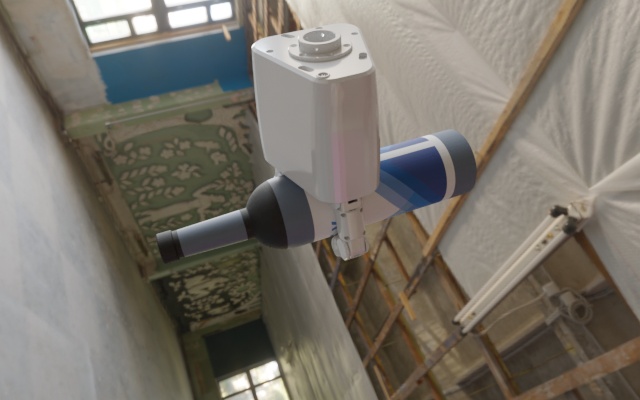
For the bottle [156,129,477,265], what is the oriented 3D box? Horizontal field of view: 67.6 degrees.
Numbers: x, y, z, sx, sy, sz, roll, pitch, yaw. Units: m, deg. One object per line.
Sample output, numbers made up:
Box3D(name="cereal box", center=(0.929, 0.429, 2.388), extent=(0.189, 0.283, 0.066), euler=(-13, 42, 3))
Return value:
Box3D(name="bottle", center=(0.000, 0.001, 0.443), extent=(0.295, 0.069, 0.069), euler=(-17, 4, -14))
